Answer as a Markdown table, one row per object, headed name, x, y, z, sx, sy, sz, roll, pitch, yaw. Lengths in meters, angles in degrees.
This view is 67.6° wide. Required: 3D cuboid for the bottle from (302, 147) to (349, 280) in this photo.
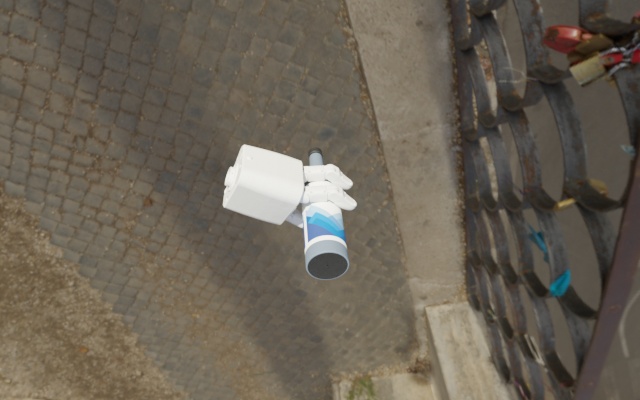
| name | x | y | z | sx | sy | sz | roll | pitch | yaw |
| --- | --- | --- | --- | --- | --- | --- | --- | --- | --- |
| bottle | 0.000 | 0.003 | 0.835 | 0.069 | 0.069 | 0.295 | 0 | 41 | -6 |
